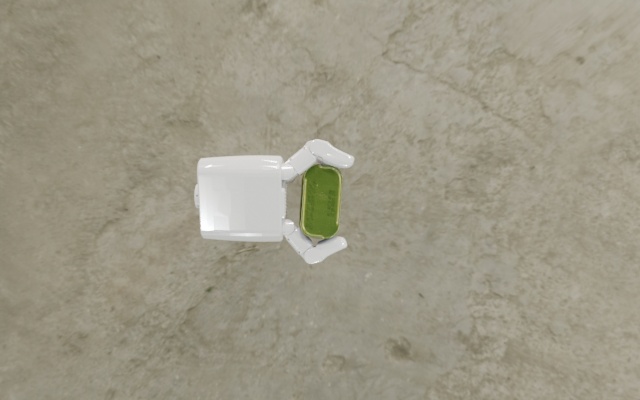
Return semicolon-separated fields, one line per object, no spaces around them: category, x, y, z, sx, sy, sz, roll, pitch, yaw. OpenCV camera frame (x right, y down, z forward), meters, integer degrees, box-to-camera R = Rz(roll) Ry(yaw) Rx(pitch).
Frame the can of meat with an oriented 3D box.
can of meat;0.000;0.002;0.654;0.057;0.102;0.084;3;-1;-1
